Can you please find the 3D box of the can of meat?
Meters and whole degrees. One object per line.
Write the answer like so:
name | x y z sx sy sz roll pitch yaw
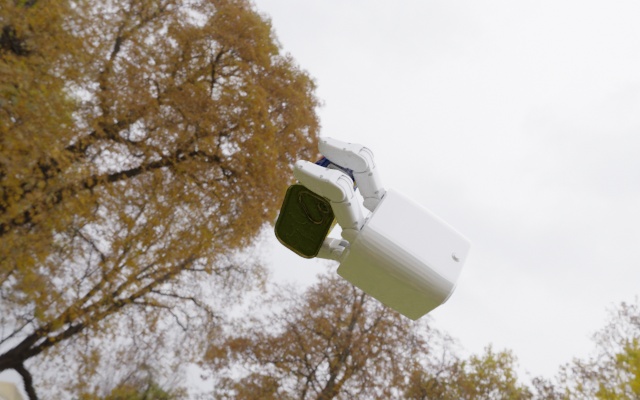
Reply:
can of meat | 0.000 0.002 0.534 0.057 0.102 0.084 32 46 9
